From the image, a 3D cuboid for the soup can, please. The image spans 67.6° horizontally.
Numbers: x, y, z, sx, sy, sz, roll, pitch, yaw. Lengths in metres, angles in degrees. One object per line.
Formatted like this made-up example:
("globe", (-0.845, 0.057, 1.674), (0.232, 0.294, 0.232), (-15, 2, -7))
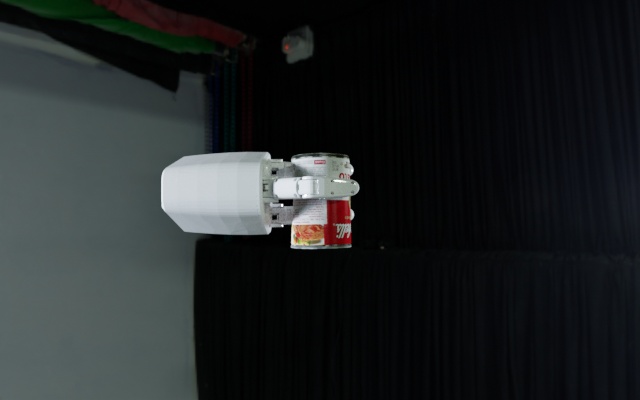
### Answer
("soup can", (0.001, 0.001, 0.538), (0.068, 0.102, 0.068), (-1, -2, 0))
